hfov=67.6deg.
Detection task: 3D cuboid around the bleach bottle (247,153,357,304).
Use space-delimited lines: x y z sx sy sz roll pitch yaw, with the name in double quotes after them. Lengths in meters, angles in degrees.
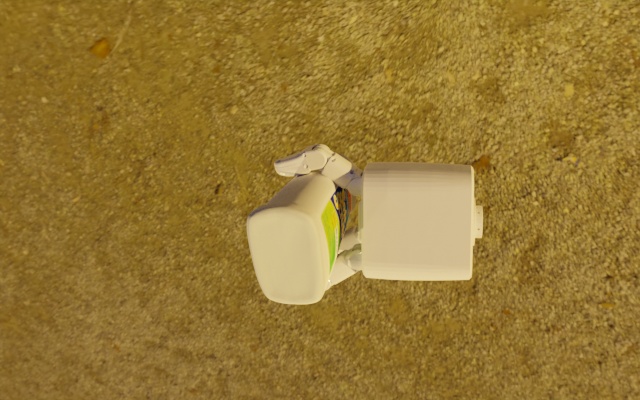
0.000 0.002 0.524 0.068 0.103 0.250 0 25 16 "bleach bottle"
